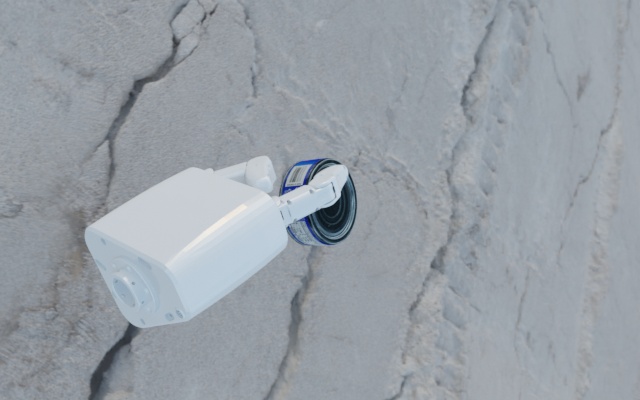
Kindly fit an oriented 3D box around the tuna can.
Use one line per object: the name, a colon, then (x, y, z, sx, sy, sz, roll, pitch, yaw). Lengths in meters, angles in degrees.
tuna can: (0.001, 0.001, 0.467, 0.034, 0.086, 0.086, -4, -2, 37)
